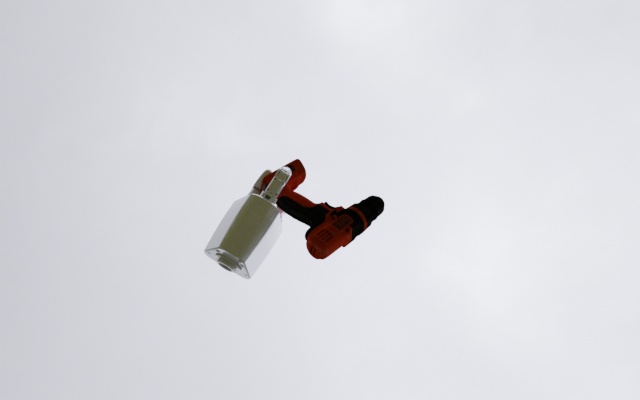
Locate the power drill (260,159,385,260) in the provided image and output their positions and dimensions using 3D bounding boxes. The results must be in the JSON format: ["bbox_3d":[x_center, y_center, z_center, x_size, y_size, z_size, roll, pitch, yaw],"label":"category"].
[{"bbox_3d":[0.000,0.003,0.848,0.187,0.057,0.184,37,47,24],"label":"power drill"}]
